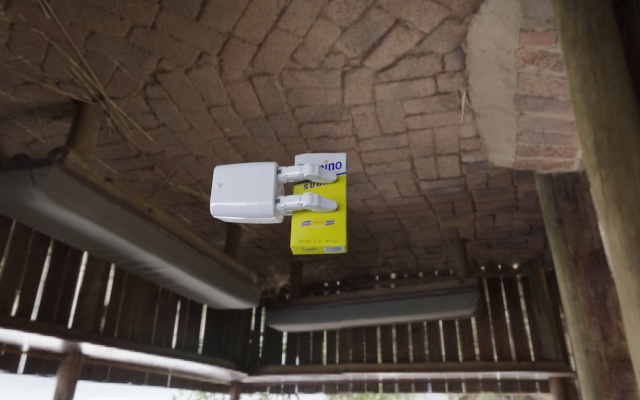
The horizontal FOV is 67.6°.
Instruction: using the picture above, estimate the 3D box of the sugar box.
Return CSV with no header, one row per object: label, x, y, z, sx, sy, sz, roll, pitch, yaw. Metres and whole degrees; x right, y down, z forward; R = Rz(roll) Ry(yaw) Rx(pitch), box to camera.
sugar box,0.000,0.003,0.818,0.093,0.176,0.048,-2,-24,5
